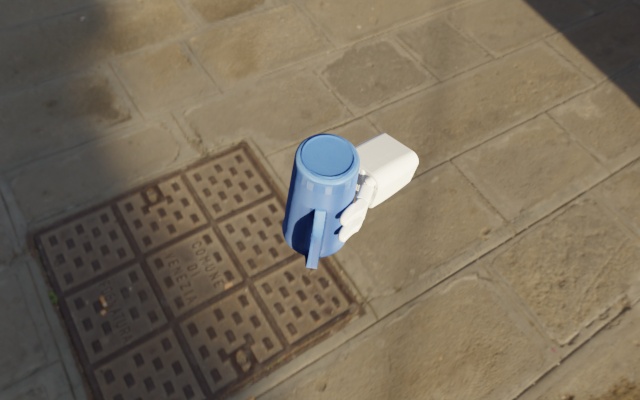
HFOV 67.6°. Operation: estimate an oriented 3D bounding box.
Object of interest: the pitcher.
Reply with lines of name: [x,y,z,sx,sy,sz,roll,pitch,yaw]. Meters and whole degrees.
pitcher: [0.000,0.003,0.866,0.145,0.149,0.243,-31,-25,-24]
